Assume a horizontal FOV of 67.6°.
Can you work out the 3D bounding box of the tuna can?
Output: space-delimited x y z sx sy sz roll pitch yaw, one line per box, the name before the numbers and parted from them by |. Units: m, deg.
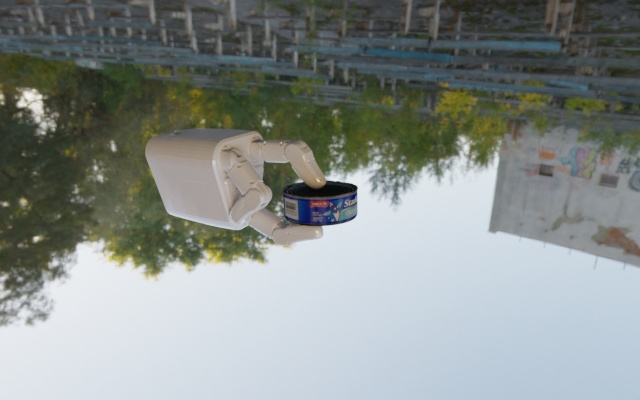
tuna can | 0.000 0.002 0.543 0.086 0.034 0.086 -2 14 0
